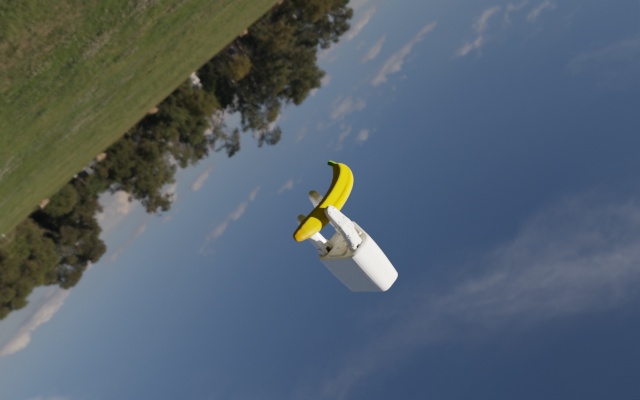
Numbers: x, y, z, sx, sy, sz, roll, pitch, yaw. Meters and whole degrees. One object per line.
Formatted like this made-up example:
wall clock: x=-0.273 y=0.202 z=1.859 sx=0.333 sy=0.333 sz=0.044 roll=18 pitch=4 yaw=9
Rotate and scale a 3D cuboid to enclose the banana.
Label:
banana: x=0.015 y=-0.003 z=0.852 sx=0.069 sy=0.197 sz=0.037 roll=-14 pitch=-54 yaw=40
